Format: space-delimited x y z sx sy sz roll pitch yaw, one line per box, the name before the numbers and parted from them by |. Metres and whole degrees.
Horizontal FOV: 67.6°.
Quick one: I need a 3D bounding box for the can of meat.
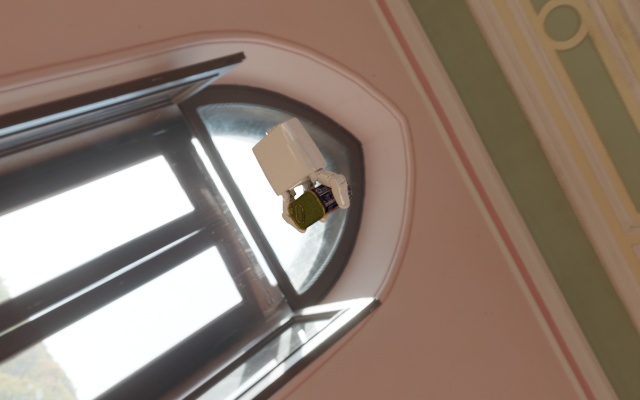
can of meat | 0.000 0.003 0.888 0.084 0.057 0.102 -30 -4 -37
